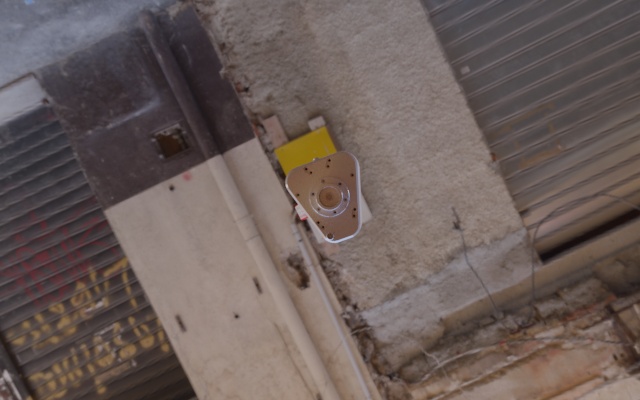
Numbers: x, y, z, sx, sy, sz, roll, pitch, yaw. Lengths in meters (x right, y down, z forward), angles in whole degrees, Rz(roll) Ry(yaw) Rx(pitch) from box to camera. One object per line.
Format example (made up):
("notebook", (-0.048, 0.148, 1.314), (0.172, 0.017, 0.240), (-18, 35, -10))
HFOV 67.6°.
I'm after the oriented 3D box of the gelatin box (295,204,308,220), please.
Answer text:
("gelatin box", (0.000, 0.003, 0.772), (0.073, 0.030, 0.089), (-25, -2, -10))
